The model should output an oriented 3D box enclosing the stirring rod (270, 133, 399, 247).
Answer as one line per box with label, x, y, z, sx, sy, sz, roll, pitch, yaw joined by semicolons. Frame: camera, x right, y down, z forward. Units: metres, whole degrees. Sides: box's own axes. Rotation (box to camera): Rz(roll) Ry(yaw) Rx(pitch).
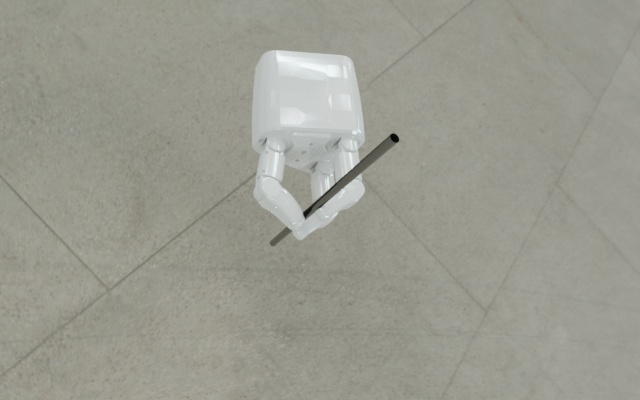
stirring rod;0.000;0.001;0.444;0.011;0.011;0.240;0;-23;-29
